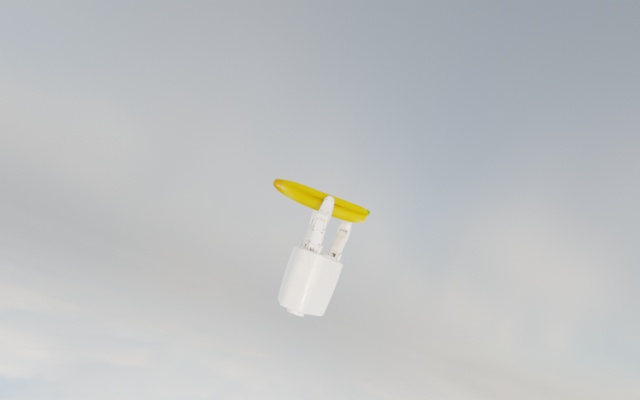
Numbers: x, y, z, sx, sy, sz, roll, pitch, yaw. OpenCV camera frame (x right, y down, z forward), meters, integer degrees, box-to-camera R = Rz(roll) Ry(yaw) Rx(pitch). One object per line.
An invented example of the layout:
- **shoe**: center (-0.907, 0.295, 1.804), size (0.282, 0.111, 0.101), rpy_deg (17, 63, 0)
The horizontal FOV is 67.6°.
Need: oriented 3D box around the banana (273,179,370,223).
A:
- **banana**: center (0.007, 0.005, 0.875), size (0.198, 0.037, 0.069), rpy_deg (20, -1, -13)
